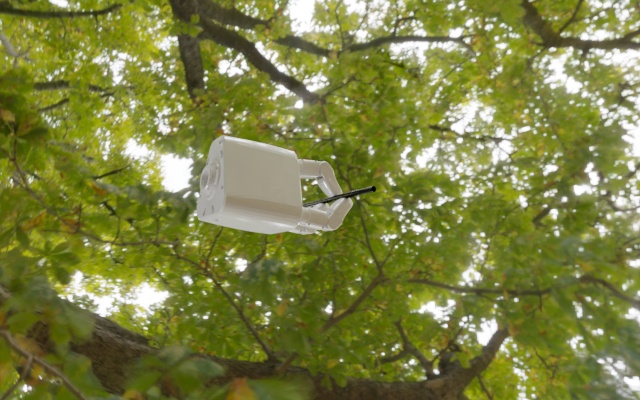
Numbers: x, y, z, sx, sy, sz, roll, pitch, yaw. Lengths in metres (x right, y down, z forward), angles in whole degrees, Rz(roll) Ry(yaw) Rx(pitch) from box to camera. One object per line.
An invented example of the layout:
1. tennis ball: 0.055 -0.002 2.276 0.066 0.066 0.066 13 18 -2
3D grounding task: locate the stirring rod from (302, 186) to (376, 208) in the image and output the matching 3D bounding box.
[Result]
1. stirring rod: 0.000 0.002 0.710 0.011 0.011 0.239 0 -8 -35
